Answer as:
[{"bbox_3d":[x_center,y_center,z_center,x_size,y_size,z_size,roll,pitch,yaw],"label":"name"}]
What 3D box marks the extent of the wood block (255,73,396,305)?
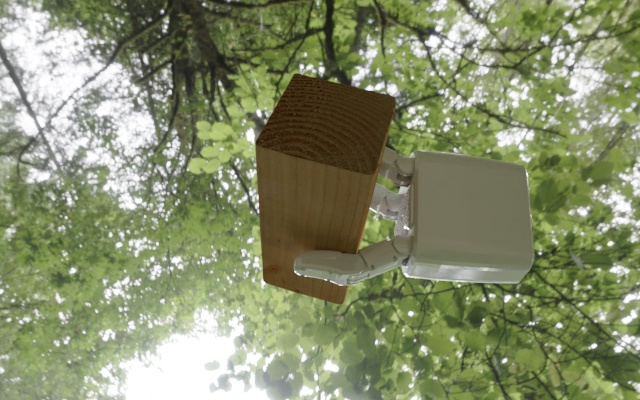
[{"bbox_3d":[0.000,0.002,0.440,0.090,0.090,0.206,15,-38,7],"label":"wood block"}]
